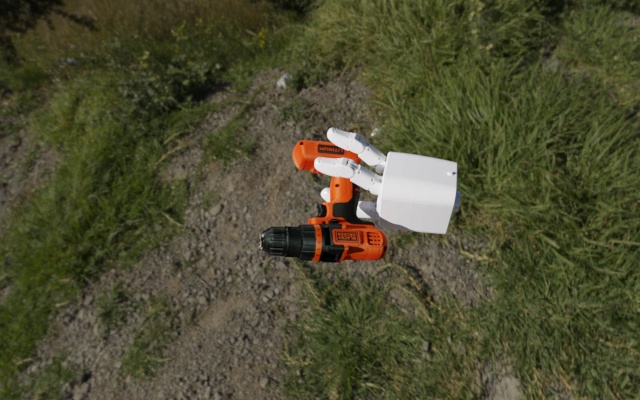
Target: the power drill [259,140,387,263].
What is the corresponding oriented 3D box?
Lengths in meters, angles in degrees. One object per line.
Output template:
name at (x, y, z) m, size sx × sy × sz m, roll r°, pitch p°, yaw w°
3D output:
power drill at (0.000, 0.002, 0.708) m, size 0.184 × 0.187 × 0.057 m, roll 5°, pitch -29°, yaw -16°
